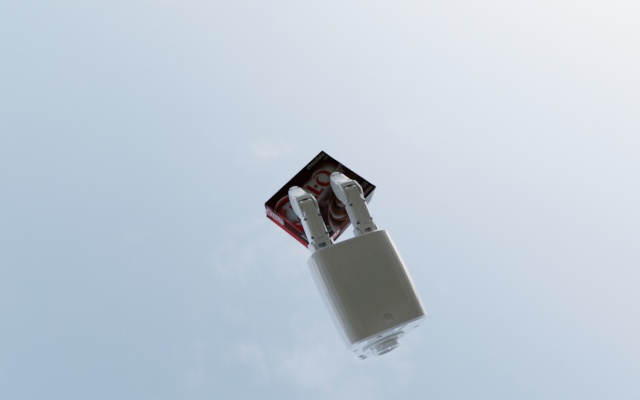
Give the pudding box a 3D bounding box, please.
[{"bbox_3d":[0.000,0.002,0.596,0.090,0.113,0.039,36,-29,18],"label":"pudding box"}]
